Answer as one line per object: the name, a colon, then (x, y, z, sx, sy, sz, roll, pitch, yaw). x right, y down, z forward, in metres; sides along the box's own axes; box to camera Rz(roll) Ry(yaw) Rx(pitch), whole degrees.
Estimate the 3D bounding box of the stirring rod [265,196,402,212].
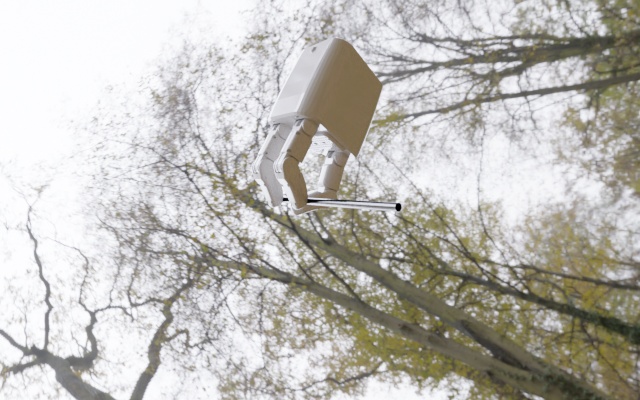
stirring rod: (0.000, 0.002, 0.513, 0.011, 0.011, 0.239, 0, 2, -34)
